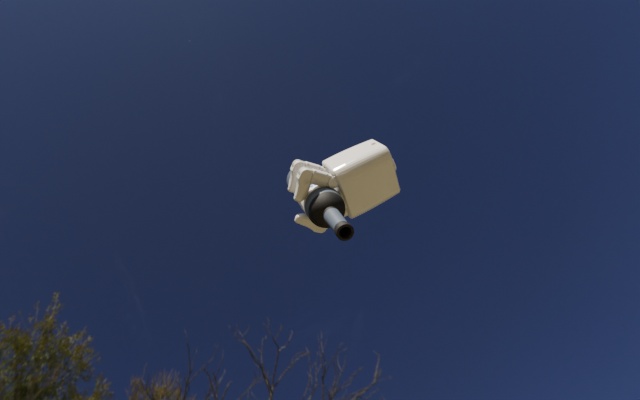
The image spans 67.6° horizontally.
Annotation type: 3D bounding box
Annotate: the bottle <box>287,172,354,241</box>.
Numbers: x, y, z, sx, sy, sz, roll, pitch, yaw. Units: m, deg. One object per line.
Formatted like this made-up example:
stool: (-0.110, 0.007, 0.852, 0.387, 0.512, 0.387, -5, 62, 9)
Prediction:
bottle: (0.000, 0.003, 0.843, 0.069, 0.069, 0.295, 0, 18, -15)
